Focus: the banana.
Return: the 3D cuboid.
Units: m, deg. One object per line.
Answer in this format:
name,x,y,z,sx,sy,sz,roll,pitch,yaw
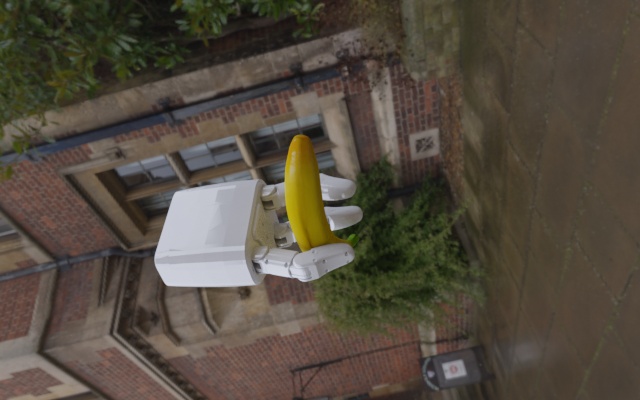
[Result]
banana,-0.004,0.019,0.486,0.037,0.069,0.198,4,-31,21
